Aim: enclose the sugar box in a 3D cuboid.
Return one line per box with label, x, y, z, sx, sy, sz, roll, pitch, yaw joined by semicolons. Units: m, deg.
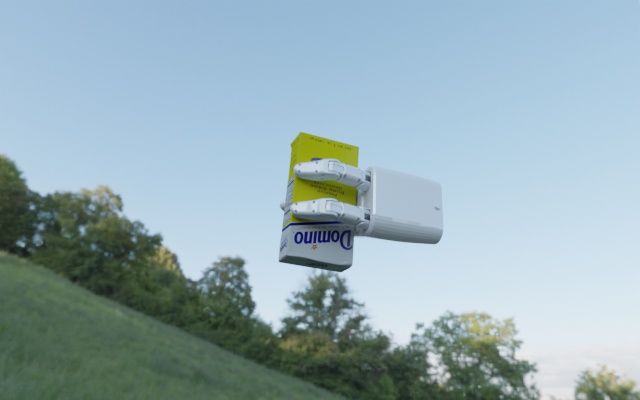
sugar box;0.000;0.002;0.646;0.093;0.176;0.048;11;-24;-19
